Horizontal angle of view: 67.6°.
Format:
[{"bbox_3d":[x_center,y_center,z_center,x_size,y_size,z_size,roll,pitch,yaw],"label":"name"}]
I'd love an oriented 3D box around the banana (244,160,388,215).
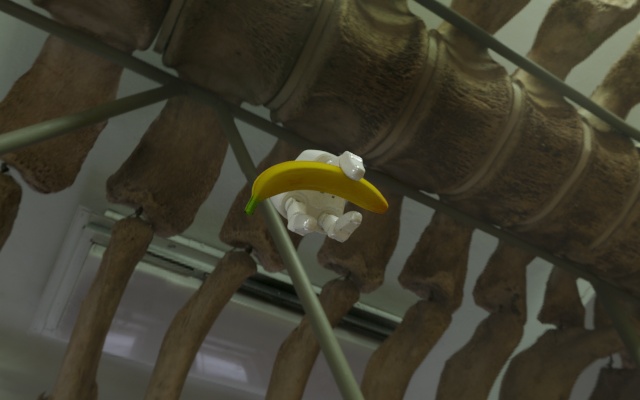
[{"bbox_3d":[-0.003,-0.017,0.615,0.198,0.069,0.037,-1,-1,-21],"label":"banana"}]
